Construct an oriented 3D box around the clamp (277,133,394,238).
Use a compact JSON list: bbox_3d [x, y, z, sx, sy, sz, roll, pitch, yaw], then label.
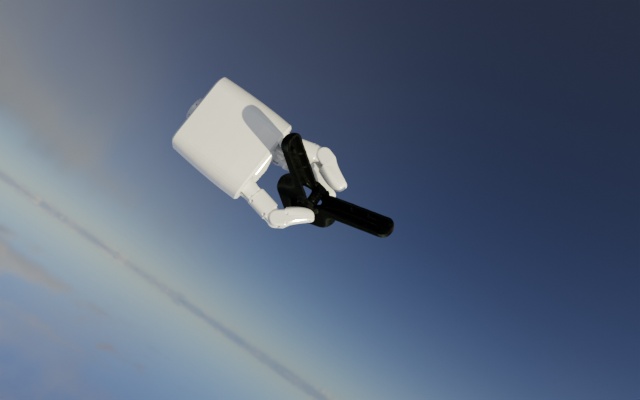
[{"bbox_3d":[-0.001,0.003,0.621,0.164,0.036,0.210,41,-19,-3],"label":"clamp"}]
